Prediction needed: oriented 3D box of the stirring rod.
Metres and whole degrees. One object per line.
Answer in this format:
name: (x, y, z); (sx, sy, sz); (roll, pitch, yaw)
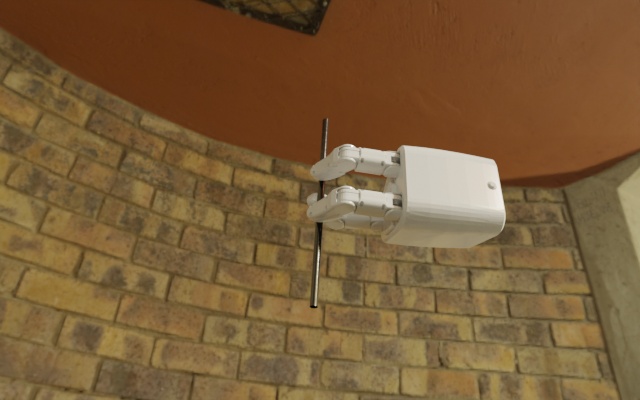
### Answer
stirring rod: (0.000, 0.002, 0.523); (0.011, 0.239, 0.011); (3, -33, 2)
